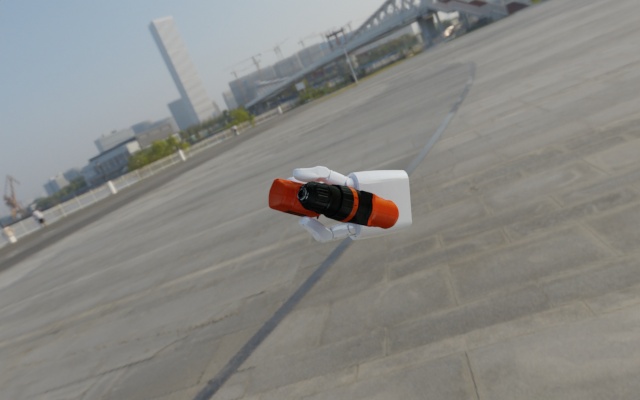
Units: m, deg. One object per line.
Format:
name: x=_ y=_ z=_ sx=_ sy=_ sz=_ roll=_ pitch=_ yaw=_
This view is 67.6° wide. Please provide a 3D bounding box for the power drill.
power drill: x=0.000 y=0.002 z=0.740 sx=0.184 sy=0.057 sz=0.187 roll=16 pitch=-4 yaw=-39
